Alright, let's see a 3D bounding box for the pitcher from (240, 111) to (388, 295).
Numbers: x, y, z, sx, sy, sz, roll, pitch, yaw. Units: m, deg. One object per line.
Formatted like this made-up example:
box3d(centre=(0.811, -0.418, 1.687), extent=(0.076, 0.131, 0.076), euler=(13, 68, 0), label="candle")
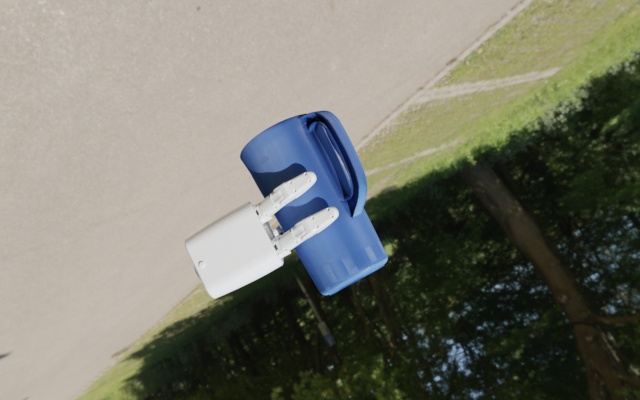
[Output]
box3d(centre=(0.000, 0.002, 0.681), extent=(0.145, 0.243, 0.149), euler=(-28, -10, -2), label="pitcher")
